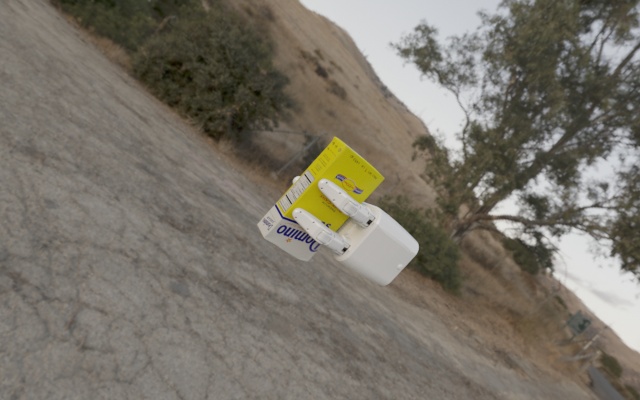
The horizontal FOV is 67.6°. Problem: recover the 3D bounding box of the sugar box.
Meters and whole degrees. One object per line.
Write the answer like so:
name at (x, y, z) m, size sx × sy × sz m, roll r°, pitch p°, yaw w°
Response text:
sugar box at (0.000, 0.003, 0.697) m, size 0.093 × 0.176 × 0.048 m, roll 35°, pitch 9°, yaw -36°
